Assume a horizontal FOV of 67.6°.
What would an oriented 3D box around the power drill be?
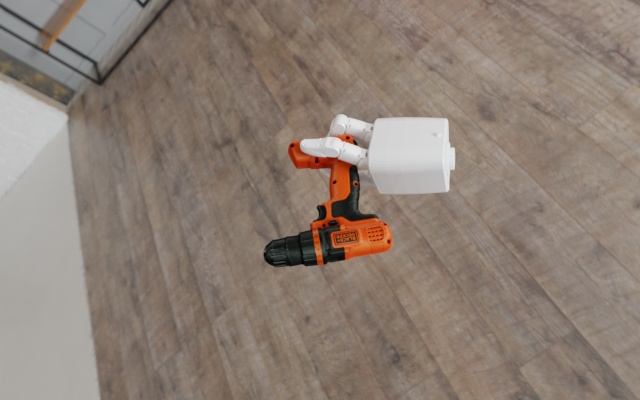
[{"bbox_3d":[0.000,0.002,0.705,0.184,0.187,0.057,-8,-19,-3],"label":"power drill"}]
